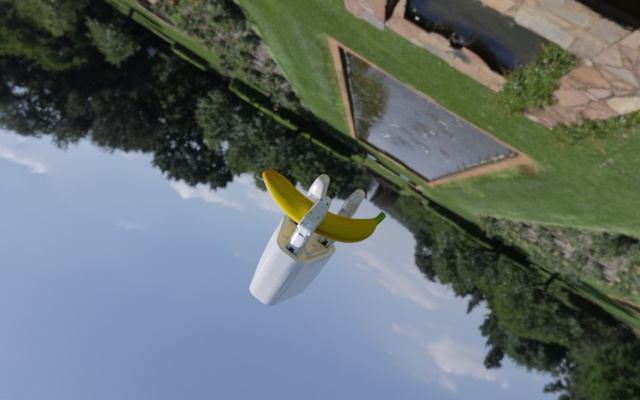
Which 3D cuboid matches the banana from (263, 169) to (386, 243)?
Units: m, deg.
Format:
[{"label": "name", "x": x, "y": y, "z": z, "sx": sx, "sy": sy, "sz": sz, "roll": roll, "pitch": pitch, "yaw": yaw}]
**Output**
[{"label": "banana", "x": 0.000, "y": 0.018, "z": 0.702, "sx": 0.198, "sy": 0.069, "sz": 0.037, "roll": 22, "pitch": -39, "yaw": -12}]
